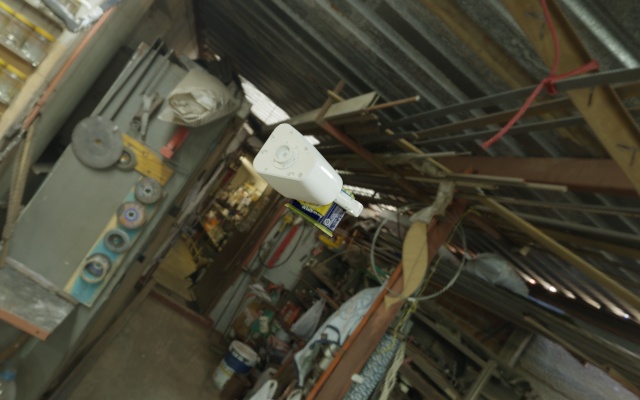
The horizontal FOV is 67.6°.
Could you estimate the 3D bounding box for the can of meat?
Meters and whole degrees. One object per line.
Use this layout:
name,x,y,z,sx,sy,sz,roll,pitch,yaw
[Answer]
can of meat,0.000,0.003,0.864,0.102,0.084,0.057,31,-5,34
